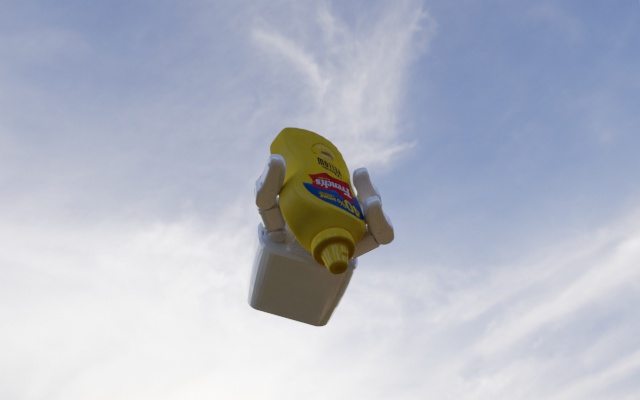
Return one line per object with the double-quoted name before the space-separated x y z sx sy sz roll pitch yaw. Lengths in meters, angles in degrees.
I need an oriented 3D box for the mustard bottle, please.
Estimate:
"mustard bottle" 0.000 0.001 0.500 0.096 0.058 0.191 28 28 -30
